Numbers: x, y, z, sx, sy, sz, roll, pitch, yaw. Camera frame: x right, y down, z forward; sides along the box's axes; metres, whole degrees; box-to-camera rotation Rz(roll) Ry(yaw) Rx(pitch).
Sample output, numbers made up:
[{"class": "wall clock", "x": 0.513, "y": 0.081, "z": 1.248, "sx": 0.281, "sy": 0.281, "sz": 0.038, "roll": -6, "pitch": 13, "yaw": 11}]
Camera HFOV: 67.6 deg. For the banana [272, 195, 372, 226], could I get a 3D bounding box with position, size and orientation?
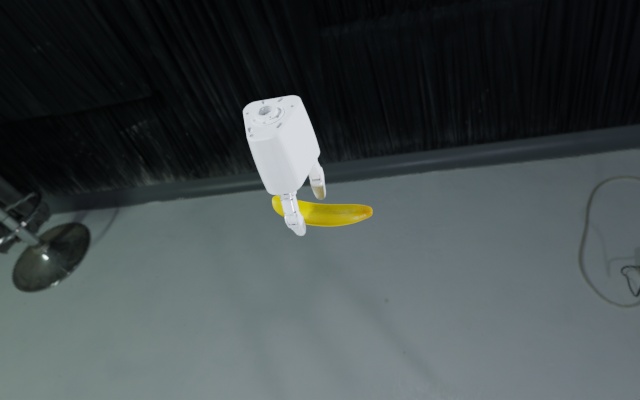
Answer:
[{"class": "banana", "x": -0.012, "y": 0.014, "z": 0.806, "sx": 0.198, "sy": 0.037, "sz": 0.069, "roll": 13, "pitch": 46, "yaw": 31}]
